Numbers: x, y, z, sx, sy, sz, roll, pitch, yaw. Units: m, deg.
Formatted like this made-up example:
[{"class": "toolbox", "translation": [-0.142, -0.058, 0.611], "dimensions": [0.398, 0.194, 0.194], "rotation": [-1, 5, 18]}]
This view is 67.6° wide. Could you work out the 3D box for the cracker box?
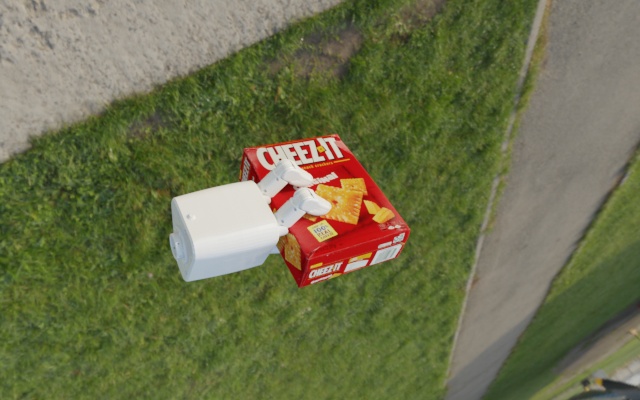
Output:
[{"class": "cracker box", "translation": [0.000, 0.002, 0.679], "dimensions": [0.164, 0.213, 0.072], "rotation": [-12, -39, -28]}]
